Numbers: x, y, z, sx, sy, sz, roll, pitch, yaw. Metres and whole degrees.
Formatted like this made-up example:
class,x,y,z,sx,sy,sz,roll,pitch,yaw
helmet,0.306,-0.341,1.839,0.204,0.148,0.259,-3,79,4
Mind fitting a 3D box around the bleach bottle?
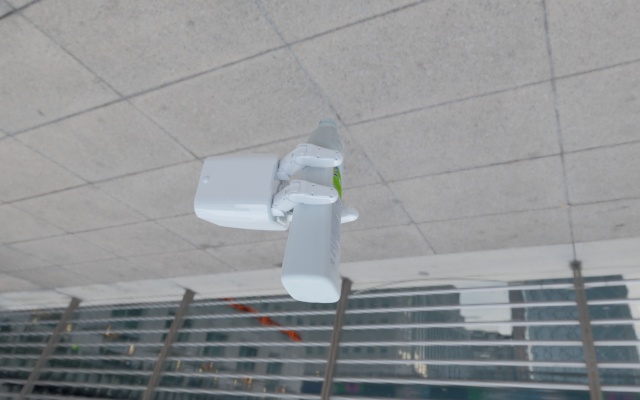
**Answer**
class,x,y,z,sx,sy,sz,roll,pitch,yaw
bleach bottle,0.000,0.002,0.647,0.068,0.250,0.103,0,-29,12
